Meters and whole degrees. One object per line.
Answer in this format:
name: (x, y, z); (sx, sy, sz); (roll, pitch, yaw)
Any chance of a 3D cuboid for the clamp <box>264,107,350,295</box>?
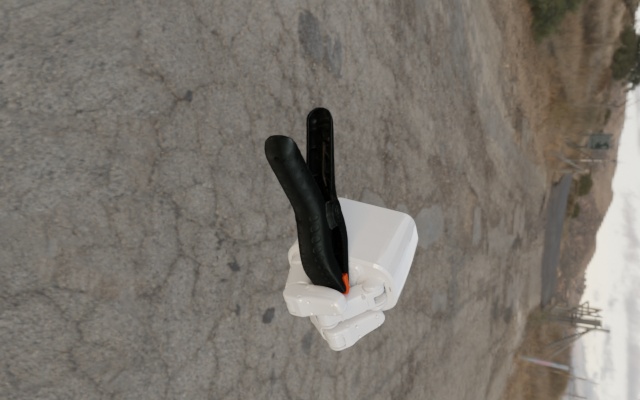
clamp: (0.001, 0.002, 0.426); (0.039, 0.171, 0.120); (1, 30, 24)
